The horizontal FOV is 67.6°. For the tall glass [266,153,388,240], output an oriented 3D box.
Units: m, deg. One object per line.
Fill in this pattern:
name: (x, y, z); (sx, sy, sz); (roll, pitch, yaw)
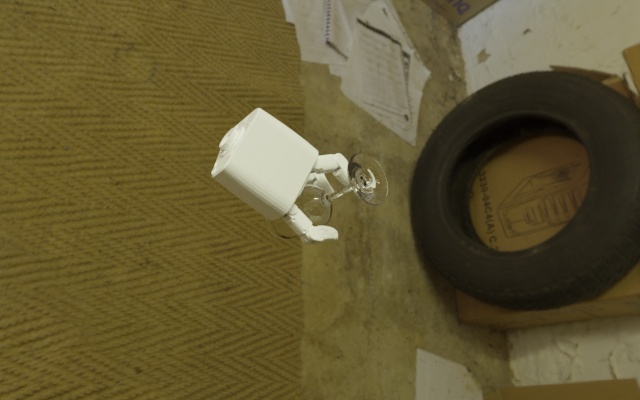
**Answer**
tall glass: (0.001, 0.002, 0.702); (0.079, 0.079, 0.201); (0, -19, -42)
